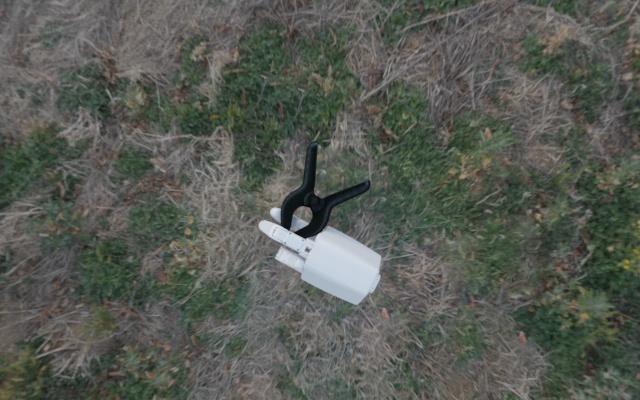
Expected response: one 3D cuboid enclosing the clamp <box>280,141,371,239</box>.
[{"bbox_3d":[0.000,0.003,0.771,0.120,0.171,0.039,27,-5,5],"label":"clamp"}]
